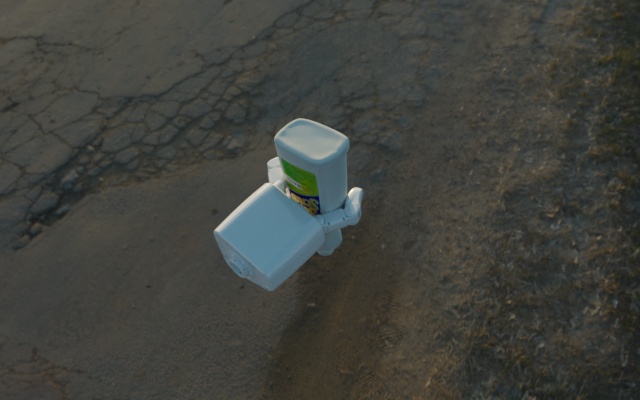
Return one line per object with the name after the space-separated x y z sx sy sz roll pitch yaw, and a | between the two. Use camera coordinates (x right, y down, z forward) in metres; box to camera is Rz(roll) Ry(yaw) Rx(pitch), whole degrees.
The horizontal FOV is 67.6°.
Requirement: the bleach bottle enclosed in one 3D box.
0.000 0.002 0.711 0.102 0.251 0.068 29 58 30 | bleach bottle
